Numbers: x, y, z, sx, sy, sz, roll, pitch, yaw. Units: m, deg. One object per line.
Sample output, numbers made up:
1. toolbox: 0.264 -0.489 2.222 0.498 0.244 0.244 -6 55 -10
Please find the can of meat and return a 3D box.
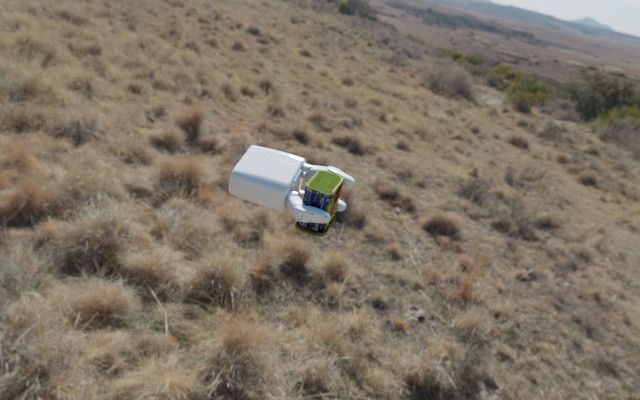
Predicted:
1. can of meat: 0.000 0.003 0.842 0.057 0.084 0.102 18 26 10
